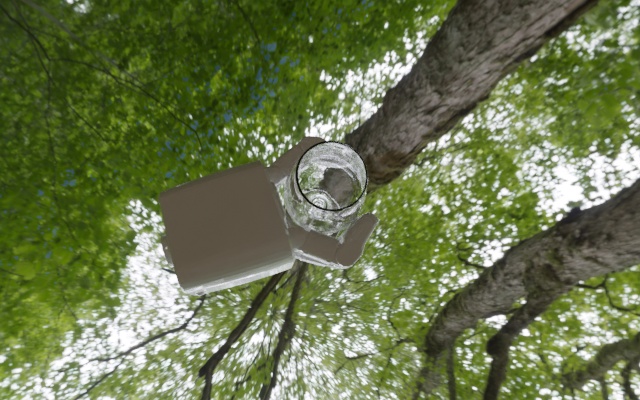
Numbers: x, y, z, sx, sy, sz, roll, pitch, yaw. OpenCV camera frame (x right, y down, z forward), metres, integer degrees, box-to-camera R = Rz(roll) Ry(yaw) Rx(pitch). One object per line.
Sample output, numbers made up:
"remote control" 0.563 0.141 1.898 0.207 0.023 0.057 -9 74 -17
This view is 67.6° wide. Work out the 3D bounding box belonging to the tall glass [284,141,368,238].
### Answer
"tall glass" 0.000 0.002 0.496 0.079 0.079 0.201 0 -13 -6
